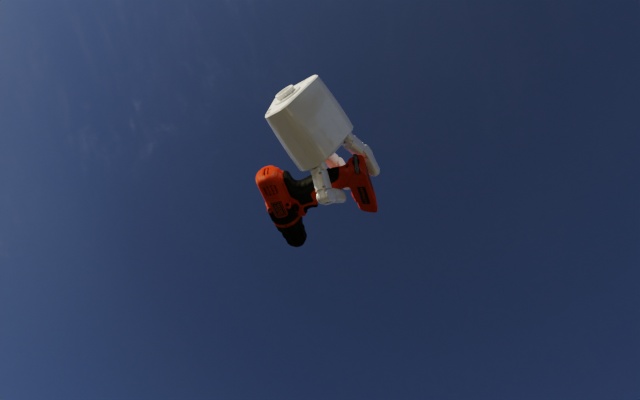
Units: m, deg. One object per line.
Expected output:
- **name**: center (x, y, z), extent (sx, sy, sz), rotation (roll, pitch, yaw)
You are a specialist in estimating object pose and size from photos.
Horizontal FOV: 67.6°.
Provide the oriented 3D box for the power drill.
- **power drill**: center (0.000, 0.002, 0.829), extent (0.187, 0.057, 0.185), rotation (-14, -46, 8)
